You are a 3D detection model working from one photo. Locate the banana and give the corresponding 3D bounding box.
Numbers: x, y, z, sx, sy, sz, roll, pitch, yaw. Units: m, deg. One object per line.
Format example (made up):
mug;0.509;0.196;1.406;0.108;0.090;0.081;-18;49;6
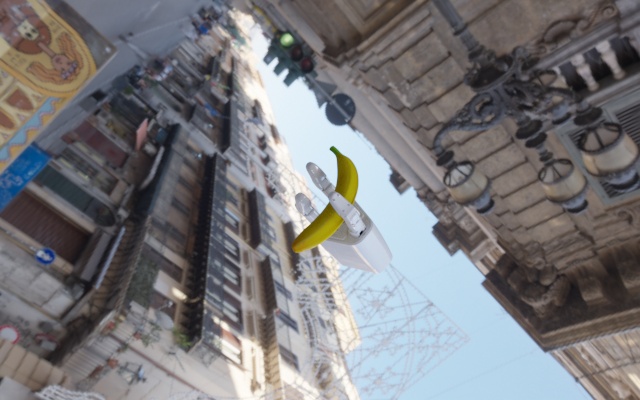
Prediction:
banana;0.018;0.003;0.771;0.069;0.197;0.037;12;-26;19
